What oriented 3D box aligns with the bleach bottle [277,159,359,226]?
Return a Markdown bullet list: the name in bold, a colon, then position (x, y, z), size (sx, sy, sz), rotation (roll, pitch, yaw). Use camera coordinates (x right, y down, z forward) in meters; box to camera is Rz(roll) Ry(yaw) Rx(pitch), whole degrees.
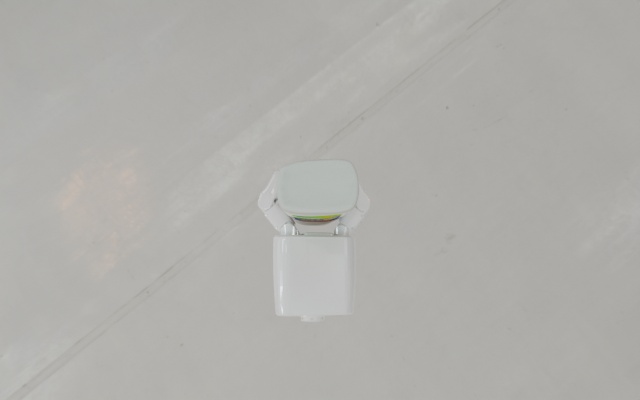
- **bleach bottle**: position (0.000, 0.002, 0.687), size (0.102, 0.068, 0.251), rotation (-2, -9, 2)
